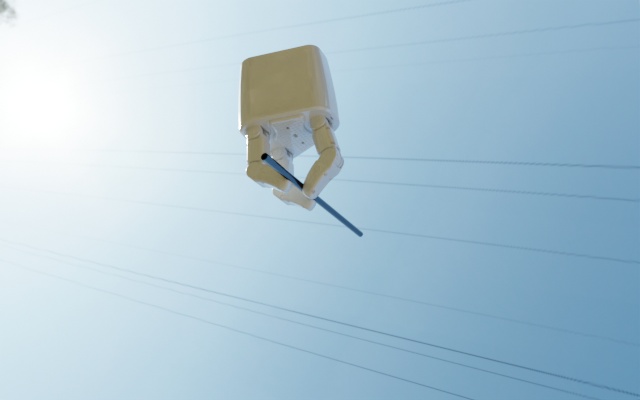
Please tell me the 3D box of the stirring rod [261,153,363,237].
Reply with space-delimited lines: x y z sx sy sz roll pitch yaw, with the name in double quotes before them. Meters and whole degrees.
"stirring rod" 0.000 0.002 0.566 0.011 0.011 0.240 0 -22 30
